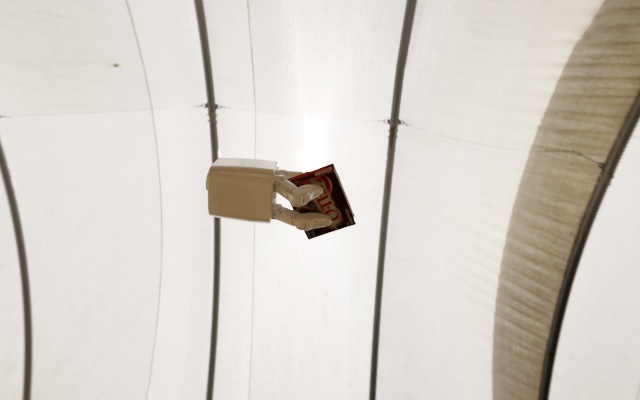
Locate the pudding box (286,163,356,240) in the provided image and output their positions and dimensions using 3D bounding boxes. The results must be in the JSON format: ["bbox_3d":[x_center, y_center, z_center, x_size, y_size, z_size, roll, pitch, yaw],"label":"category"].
[{"bbox_3d":[0.000,0.003,0.806,0.090,0.113,0.039,-19,31,11],"label":"pudding box"}]
